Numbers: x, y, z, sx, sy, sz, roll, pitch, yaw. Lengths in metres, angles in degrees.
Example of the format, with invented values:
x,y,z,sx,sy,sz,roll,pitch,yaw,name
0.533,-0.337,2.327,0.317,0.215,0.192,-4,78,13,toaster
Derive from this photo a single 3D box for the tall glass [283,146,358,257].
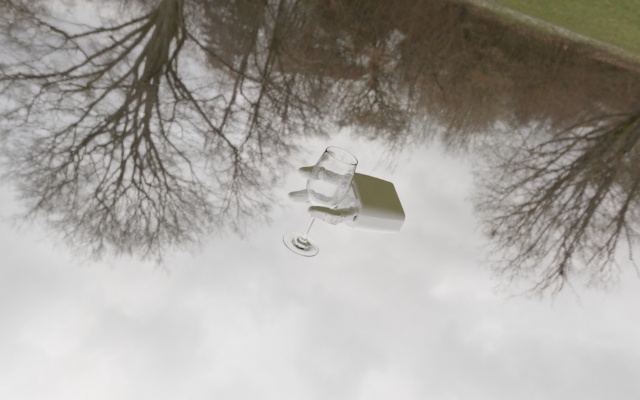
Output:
x,y,z,sx,sy,sz,roll,pitch,yaw,name
0.000,0.003,0.872,0.079,0.201,0.079,20,26,-10,tall glass
